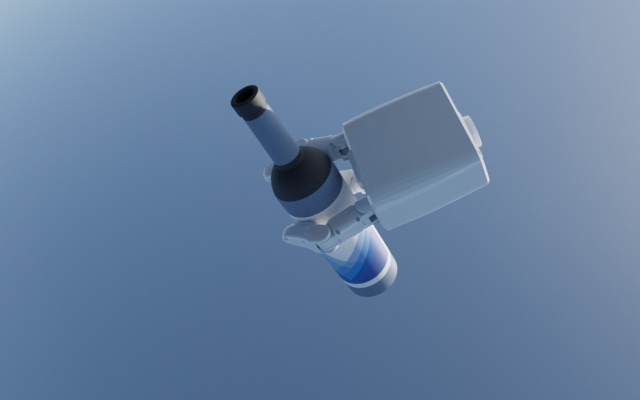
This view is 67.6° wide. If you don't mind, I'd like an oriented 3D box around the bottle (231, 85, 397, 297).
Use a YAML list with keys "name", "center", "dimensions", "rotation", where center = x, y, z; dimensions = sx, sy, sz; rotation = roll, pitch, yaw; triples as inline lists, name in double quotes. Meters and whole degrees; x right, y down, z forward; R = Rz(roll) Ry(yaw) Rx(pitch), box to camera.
- name: "bottle"
  center: [0.000, 0.002, 0.496]
  dimensions: [0.069, 0.069, 0.296]
  rotation: [0, -37, 33]
